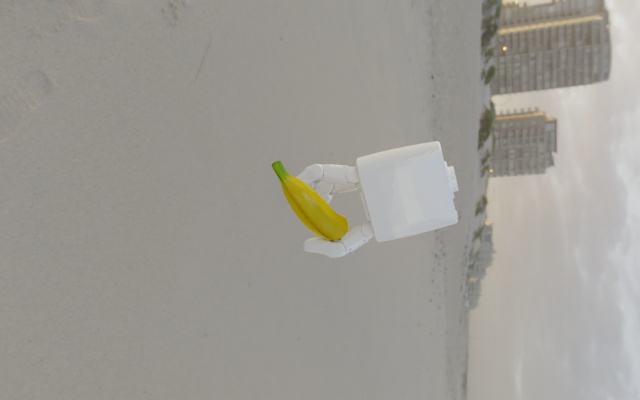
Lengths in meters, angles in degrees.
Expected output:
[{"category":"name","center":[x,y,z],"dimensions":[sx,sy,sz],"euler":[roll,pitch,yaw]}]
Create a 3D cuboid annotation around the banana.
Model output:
[{"category":"banana","center":[0.003,0.016,0.612],"dimensions":[0.037,0.069,0.198],"euler":[-23,-31,14]}]
